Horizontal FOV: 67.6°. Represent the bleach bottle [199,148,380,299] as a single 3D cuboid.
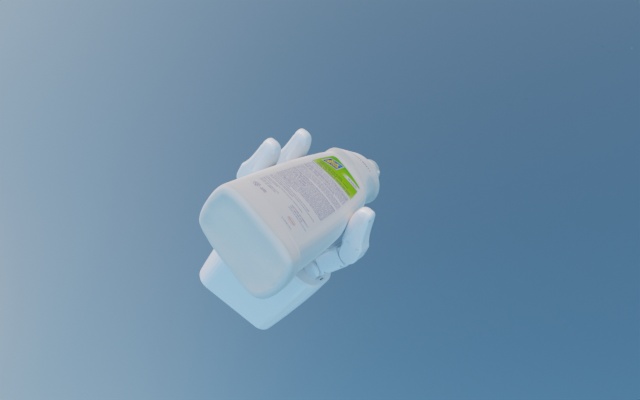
[{"bbox_3d":[0.000,0.002,0.489,0.068,0.102,0.250,-47,-12,34],"label":"bleach bottle"}]
